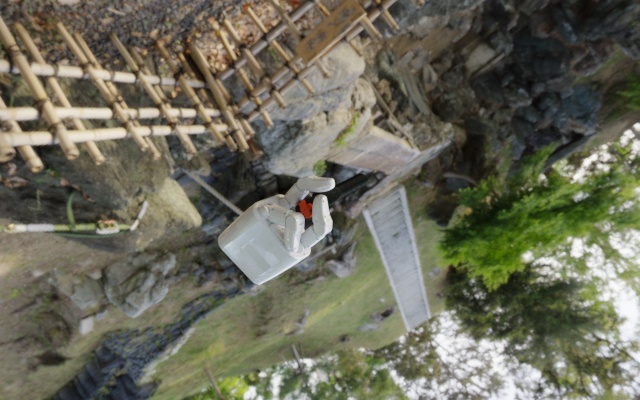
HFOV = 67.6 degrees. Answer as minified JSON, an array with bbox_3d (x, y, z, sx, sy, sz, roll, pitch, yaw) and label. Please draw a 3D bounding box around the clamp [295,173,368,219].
[{"bbox_3d":[0.000,0.003,0.798,0.120,0.039,0.171,-37,-8,32],"label":"clamp"}]
